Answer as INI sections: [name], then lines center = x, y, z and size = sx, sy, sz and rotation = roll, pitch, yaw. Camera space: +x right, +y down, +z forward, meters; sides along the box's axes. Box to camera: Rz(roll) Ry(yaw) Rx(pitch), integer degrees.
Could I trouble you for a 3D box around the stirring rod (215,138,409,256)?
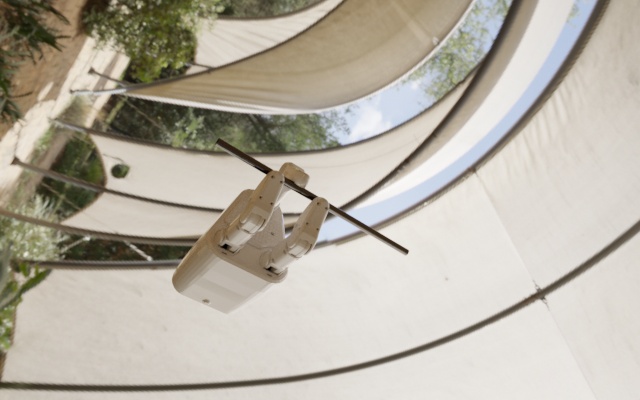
[stirring rod]
center = 0.000, 0.002, 0.490
size = 0.239, 0.011, 0.011
rotation = 30, -12, -22
